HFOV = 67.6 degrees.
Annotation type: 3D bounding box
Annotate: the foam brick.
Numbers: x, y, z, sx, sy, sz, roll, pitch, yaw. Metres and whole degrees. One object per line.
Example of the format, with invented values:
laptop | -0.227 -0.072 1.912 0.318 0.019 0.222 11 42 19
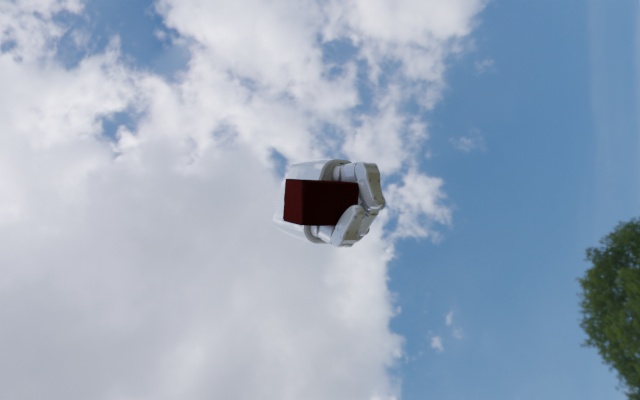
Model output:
foam brick | 0.000 0.002 0.572 0.078 0.053 0.051 2 4 -31
